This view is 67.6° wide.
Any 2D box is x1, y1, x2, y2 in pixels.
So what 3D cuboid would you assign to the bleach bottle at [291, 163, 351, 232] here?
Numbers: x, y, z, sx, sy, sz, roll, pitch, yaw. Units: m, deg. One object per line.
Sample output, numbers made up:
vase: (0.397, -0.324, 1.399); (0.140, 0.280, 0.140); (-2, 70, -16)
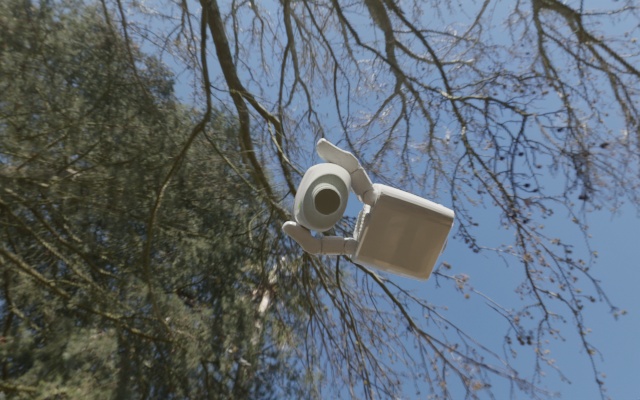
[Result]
bleach bottle: (0.000, 0.002, 0.629); (0.068, 0.102, 0.251); (18, 3, -3)
